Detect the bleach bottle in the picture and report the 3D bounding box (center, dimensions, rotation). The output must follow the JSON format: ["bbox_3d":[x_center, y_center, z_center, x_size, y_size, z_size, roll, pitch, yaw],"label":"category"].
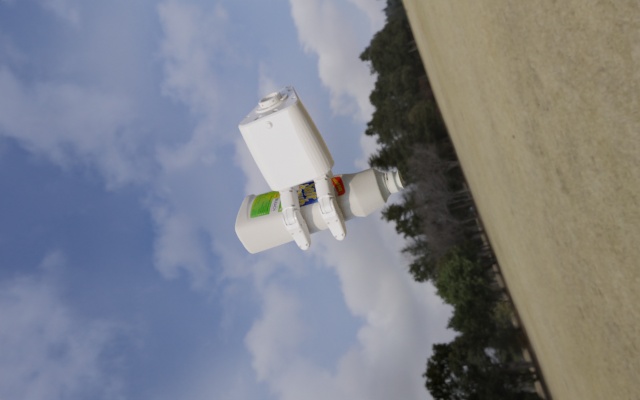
[{"bbox_3d":[0.000,0.002,0.711,0.251,0.068,0.102,-18,30,18],"label":"bleach bottle"}]
